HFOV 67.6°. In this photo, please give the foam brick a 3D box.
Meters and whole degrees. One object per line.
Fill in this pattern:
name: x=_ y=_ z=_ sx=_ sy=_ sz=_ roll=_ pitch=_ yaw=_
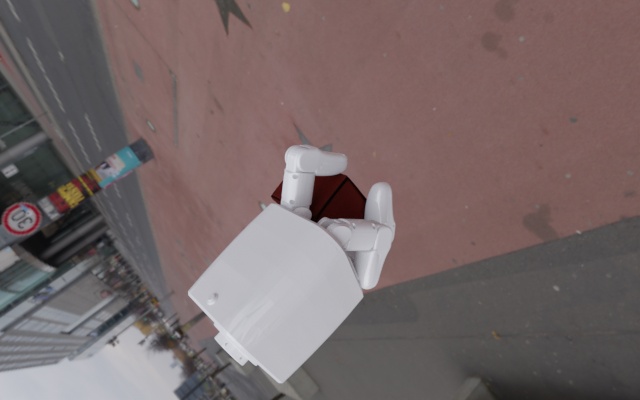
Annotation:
foam brick: x=0.000 y=0.001 z=0.466 sx=0.078 sy=0.051 sz=0.053 roll=24 pitch=-18 yaw=50
